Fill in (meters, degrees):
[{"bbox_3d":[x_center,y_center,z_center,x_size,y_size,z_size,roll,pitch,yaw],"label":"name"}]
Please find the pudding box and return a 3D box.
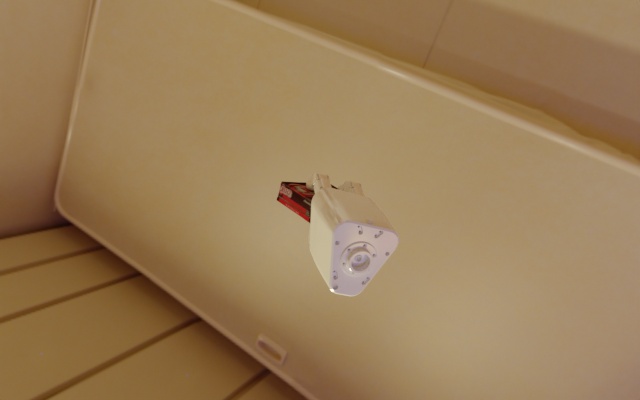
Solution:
[{"bbox_3d":[0.000,0.003,0.769,0.113,0.039,0.090,3,23,-46],"label":"pudding box"}]
